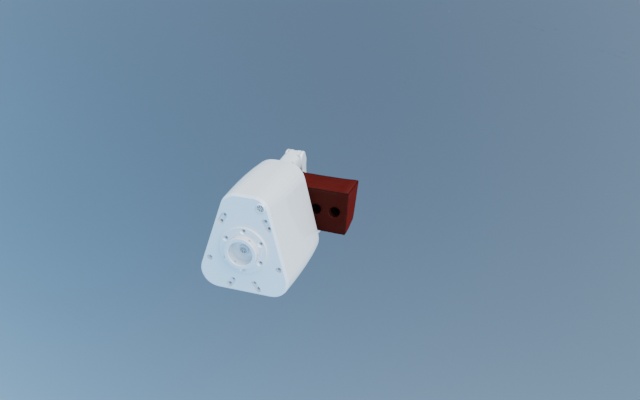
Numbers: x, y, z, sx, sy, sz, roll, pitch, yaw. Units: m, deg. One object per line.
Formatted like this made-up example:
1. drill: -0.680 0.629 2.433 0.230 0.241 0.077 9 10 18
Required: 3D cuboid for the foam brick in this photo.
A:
1. foam brick: 0.000 0.002 0.562 0.078 0.053 0.051 9 22 11
